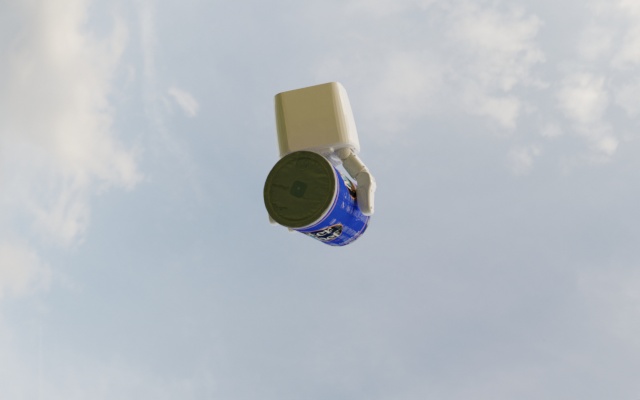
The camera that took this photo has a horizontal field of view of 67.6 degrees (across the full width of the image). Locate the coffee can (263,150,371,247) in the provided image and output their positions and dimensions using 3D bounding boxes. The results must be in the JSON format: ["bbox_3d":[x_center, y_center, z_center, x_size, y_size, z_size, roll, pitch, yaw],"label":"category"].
[{"bbox_3d":[0.000,0.002,0.662,0.103,0.102,0.140,0,-15,25],"label":"coffee can"}]
